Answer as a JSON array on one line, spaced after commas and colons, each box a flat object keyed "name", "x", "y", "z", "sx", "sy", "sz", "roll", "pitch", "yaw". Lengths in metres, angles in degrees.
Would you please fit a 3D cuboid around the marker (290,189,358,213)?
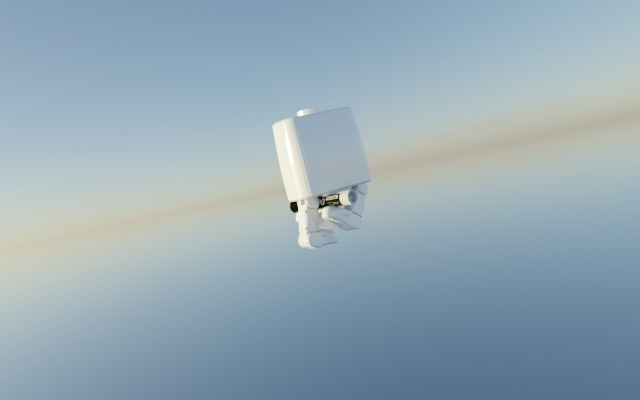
[{"name": "marker", "x": 0.000, "y": 0.002, "z": 0.638, "sx": 0.020, "sy": 0.020, "sz": 0.121, "roll": 0, "pitch": -7, "yaw": -42}]
